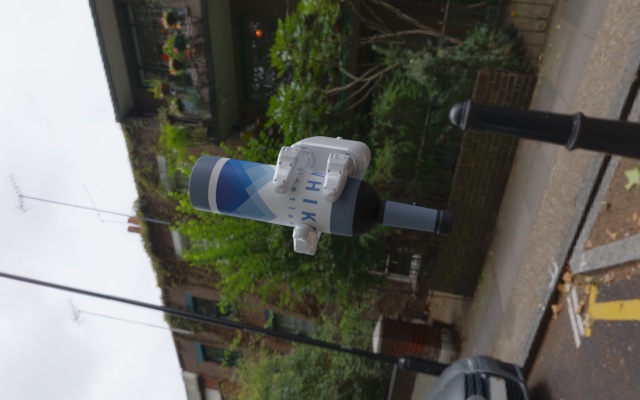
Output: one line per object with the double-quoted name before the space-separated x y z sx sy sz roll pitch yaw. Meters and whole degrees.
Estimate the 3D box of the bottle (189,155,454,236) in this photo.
"bottle" 0.000 0.002 0.547 0.295 0.069 0.069 9 2 10
